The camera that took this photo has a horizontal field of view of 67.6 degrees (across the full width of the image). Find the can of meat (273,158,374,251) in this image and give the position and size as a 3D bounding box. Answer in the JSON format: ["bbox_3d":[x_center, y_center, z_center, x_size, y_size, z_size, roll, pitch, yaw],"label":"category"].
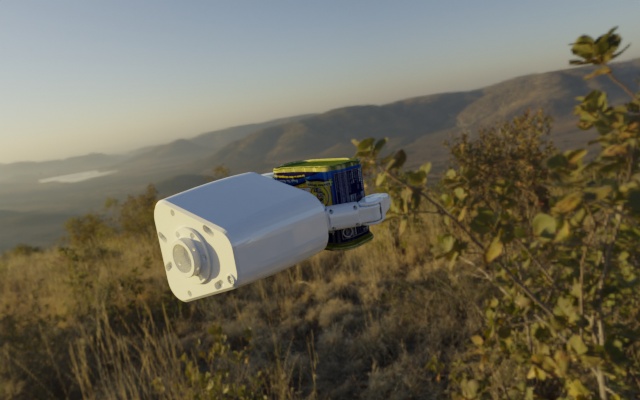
[{"bbox_3d":[0.000,0.001,0.496,0.102,0.084,0.057,2,15,43],"label":"can of meat"}]
